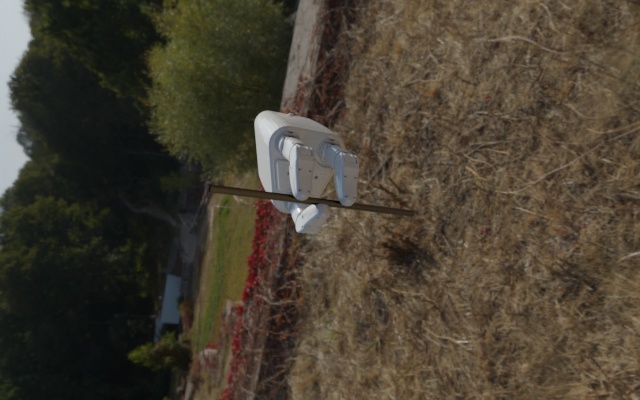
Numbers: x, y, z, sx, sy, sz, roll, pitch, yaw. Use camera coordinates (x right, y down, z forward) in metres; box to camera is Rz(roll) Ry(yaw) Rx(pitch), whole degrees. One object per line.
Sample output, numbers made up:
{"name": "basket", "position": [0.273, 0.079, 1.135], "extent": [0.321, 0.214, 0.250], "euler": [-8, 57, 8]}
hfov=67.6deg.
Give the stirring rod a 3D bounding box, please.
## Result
{"name": "stirring rod", "position": [0.000, 0.002, 0.520], "extent": [0.239, 0.011, 0.011], "euler": [7, -3, -23]}
